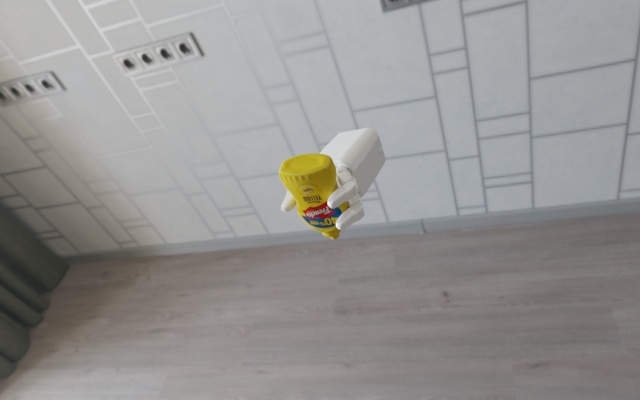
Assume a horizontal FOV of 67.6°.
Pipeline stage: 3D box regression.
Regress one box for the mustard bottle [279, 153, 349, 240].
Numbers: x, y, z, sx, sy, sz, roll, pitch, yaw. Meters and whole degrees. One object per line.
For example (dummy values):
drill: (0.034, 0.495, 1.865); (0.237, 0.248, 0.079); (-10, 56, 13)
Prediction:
mustard bottle: (0.000, 0.003, 0.875); (0.096, 0.058, 0.192); (-6, -47, 19)
